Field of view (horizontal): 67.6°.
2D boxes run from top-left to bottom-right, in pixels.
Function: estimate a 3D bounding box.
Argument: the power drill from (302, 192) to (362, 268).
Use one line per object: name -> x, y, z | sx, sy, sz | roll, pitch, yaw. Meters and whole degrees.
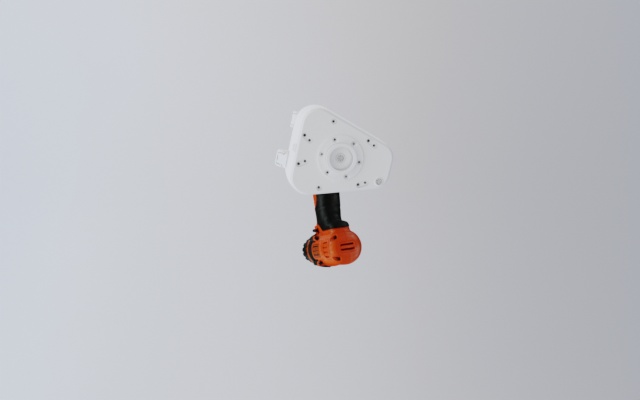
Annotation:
power drill -> 0.000, 0.002, 0.681 | 0.057, 0.187, 0.184 | -9, -4, -18
